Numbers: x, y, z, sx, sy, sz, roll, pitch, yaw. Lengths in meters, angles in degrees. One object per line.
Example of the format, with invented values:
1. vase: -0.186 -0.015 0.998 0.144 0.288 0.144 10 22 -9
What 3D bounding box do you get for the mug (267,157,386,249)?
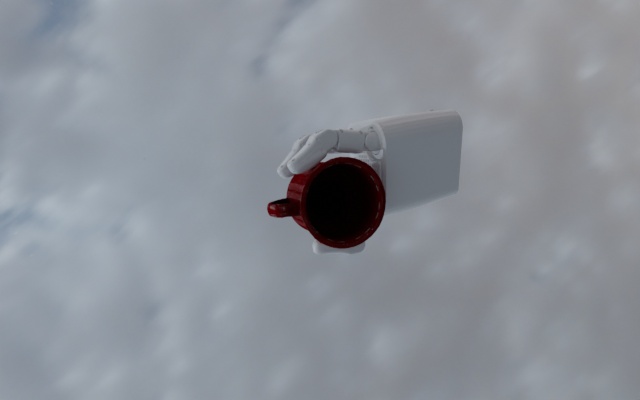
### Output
1. mug: -0.001 0.002 0.513 0.117 0.093 0.081 -12 9 -18
